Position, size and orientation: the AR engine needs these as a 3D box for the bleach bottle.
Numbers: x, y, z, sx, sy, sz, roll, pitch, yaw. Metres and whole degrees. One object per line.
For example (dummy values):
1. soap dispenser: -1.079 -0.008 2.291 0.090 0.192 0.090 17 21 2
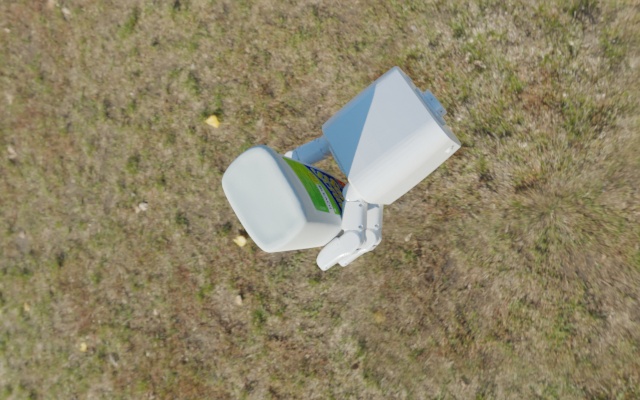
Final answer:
1. bleach bottle: 0.000 0.002 0.552 0.068 0.102 0.251 -38 -16 20
